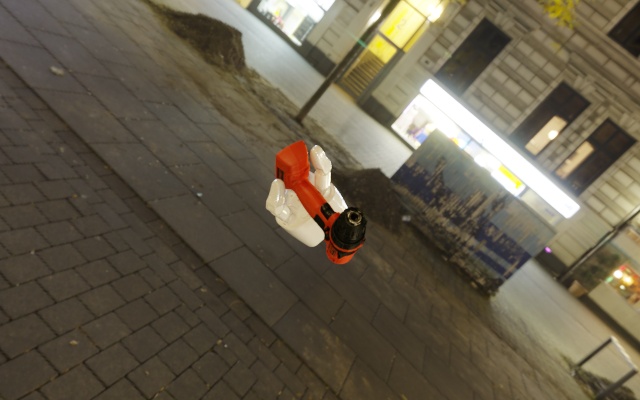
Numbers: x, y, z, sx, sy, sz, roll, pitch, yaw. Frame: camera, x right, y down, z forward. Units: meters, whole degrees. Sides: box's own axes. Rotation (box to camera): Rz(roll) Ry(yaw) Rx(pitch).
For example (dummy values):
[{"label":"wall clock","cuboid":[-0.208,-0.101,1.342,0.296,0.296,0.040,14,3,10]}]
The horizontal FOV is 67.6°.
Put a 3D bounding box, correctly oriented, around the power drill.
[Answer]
[{"label":"power drill","cuboid":[0.000,0.002,0.737,0.057,0.187,0.184,-29,-17,-17]}]
